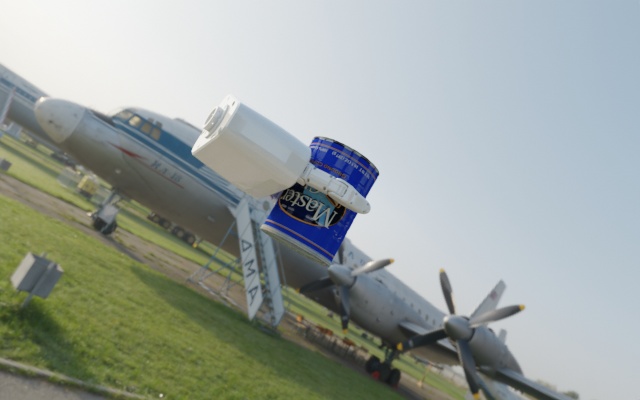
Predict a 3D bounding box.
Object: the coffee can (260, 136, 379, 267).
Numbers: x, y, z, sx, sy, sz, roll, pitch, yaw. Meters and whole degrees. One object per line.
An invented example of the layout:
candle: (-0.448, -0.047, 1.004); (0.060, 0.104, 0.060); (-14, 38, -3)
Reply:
coffee can: (0.000, 0.002, 0.628); (0.103, 0.140, 0.103); (28, -10, 5)
